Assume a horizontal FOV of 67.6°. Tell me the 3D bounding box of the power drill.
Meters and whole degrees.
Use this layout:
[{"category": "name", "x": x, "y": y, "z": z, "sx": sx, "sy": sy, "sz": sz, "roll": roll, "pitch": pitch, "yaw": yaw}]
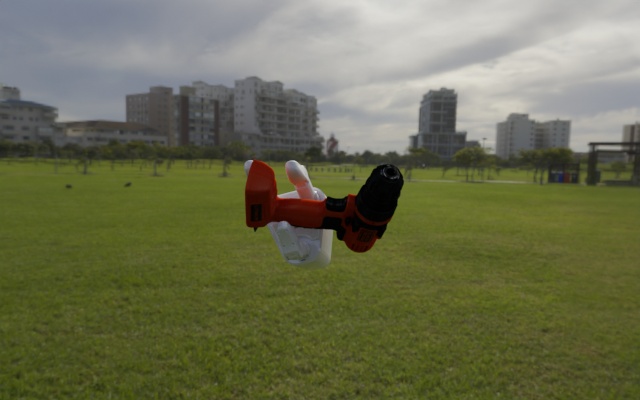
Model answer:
[{"category": "power drill", "x": 0.000, "y": 0.002, "z": 0.609, "sx": 0.187, "sy": 0.057, "sz": 0.185, "roll": 12, "pitch": -33, "yaw": -2}]
